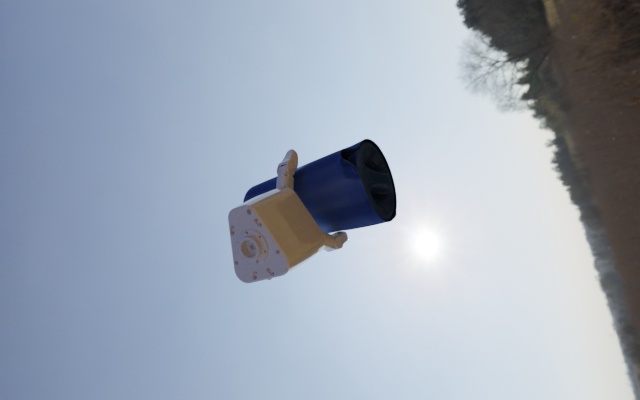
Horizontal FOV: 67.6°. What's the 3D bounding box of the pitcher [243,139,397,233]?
[{"bbox_3d":[0.000,0.003,0.798,0.243,0.149,0.145,-17,8,29],"label":"pitcher"}]
